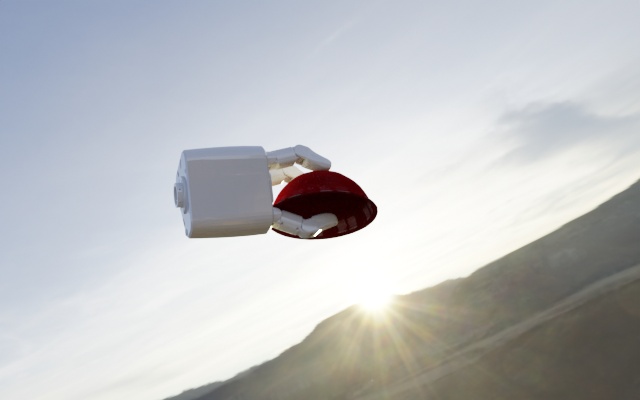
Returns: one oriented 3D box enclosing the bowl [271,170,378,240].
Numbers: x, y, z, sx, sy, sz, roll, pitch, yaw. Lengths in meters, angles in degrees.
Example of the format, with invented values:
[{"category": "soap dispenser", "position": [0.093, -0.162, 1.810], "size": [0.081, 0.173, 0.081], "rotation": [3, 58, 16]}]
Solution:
[{"category": "bowl", "position": [0.001, 0.002, 0.693], "size": [0.162, 0.055, 0.162], "rotation": [-4, -27, -2]}]
